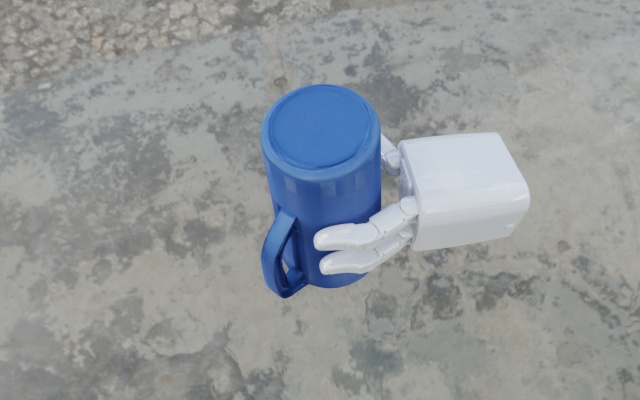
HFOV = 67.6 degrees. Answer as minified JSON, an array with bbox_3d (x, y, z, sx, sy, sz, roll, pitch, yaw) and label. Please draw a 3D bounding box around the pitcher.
[{"bbox_3d":[0.000,0.002,0.515,0.145,0.149,0.243,-7,-30,0],"label":"pitcher"}]
